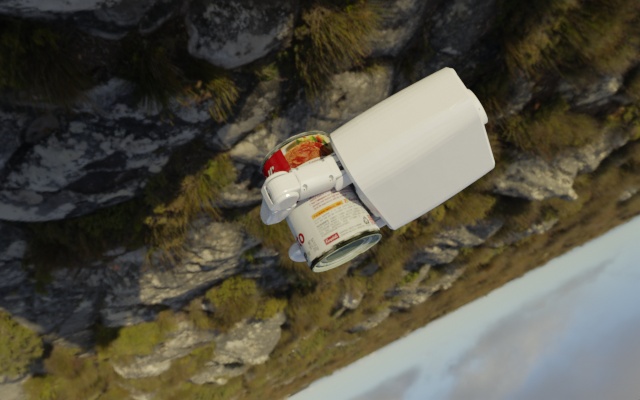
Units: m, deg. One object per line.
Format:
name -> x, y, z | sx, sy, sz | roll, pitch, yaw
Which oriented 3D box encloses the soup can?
soup can -> 0.000, 0.002, 0.409 | 0.068, 0.102, 0.068 | -25, -18, -9
